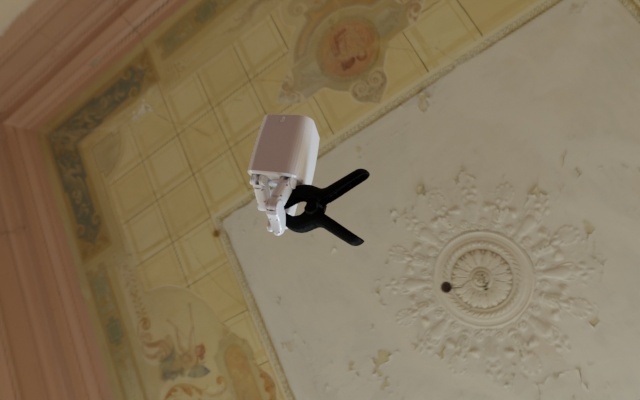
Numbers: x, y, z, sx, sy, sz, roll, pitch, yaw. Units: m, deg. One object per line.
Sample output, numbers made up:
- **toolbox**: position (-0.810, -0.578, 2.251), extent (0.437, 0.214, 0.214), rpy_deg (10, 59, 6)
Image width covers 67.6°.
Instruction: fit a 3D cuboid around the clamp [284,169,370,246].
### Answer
- **clamp**: position (0.000, 0.003, 0.748), extent (0.171, 0.120, 0.039), rpy_deg (8, -22, 25)
